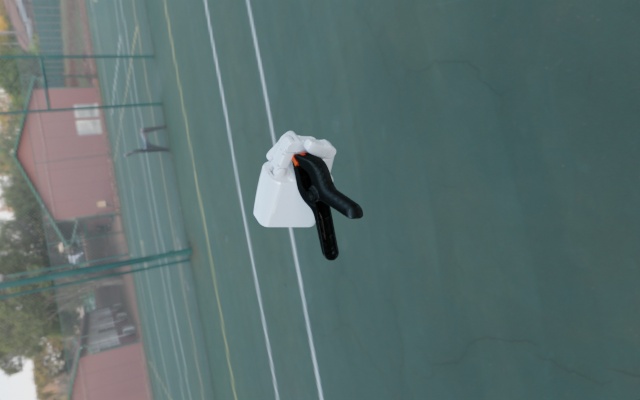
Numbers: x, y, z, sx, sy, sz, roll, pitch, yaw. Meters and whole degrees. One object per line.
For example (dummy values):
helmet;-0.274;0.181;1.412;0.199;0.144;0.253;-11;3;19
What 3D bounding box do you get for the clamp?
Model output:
clamp;0.000;0.002;0.714;0.039;0.120;0.171;-4;45;-32
